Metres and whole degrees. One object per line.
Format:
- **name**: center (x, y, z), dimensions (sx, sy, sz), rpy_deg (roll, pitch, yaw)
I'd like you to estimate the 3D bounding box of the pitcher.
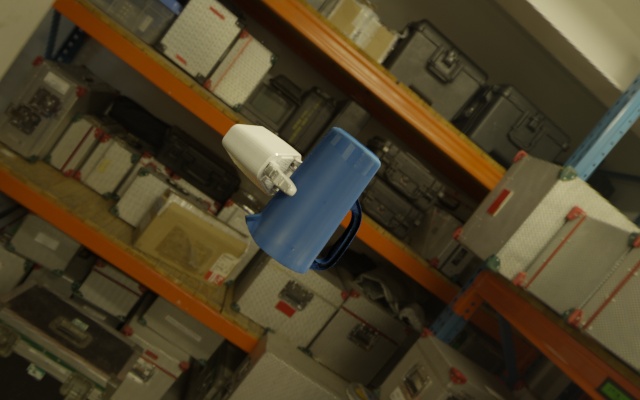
- **pitcher**: center (0.000, 0.003, 0.837), dimensions (0.145, 0.243, 0.149), rpy_deg (40, 6, 23)
